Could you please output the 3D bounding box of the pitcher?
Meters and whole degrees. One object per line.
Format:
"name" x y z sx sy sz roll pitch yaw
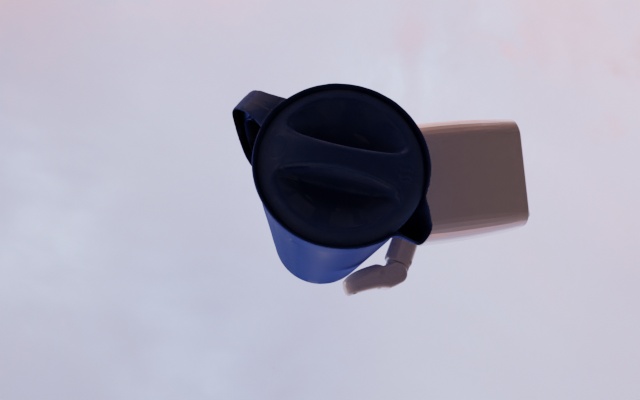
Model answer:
"pitcher" 0.000 0.002 0.459 0.145 0.149 0.243 -6 -18 -7
